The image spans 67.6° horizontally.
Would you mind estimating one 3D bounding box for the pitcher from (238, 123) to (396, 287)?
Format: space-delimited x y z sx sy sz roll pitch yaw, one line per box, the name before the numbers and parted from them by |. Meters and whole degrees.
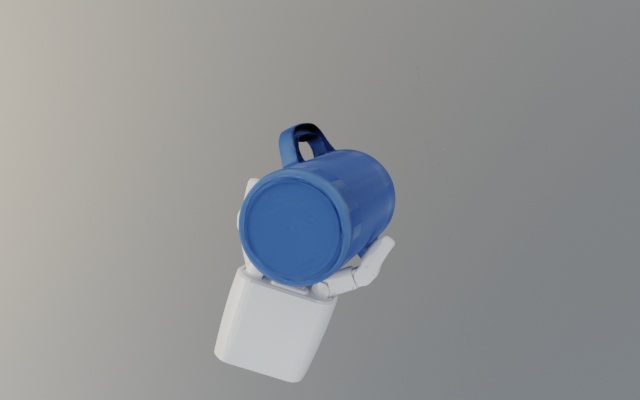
pitcher | 0.000 0.002 0.532 0.149 0.145 0.243 24 12 11
